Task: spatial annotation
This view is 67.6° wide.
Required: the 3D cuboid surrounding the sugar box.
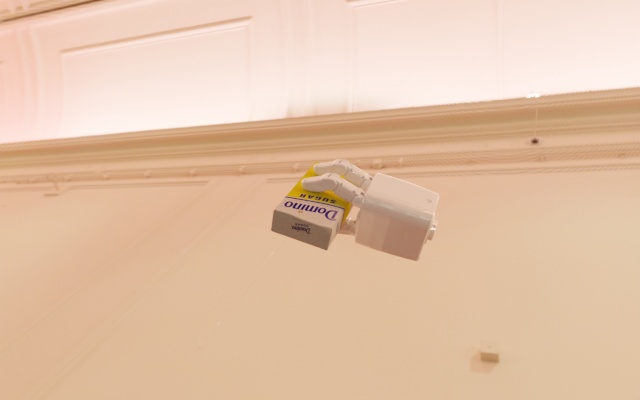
[{"bbox_3d":[0.000,0.002,0.755,0.093,0.048,0.176,18,31,11],"label":"sugar box"}]
